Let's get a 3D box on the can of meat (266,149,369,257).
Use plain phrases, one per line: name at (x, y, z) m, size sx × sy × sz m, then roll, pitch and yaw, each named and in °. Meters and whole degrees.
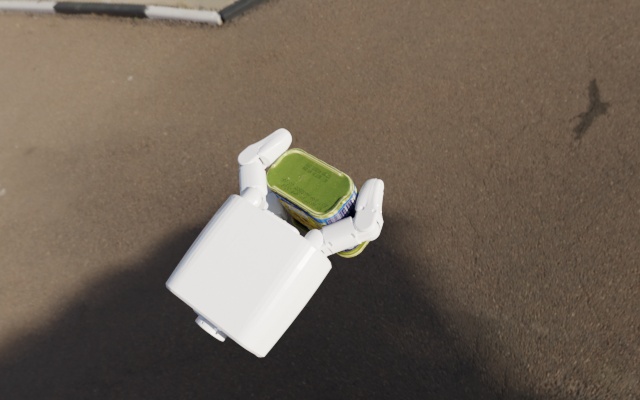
can of meat at (0.000, 0.001, 0.492) m, size 0.102 × 0.057 × 0.084 m, roll 31°, pitch -15°, yaw 35°
